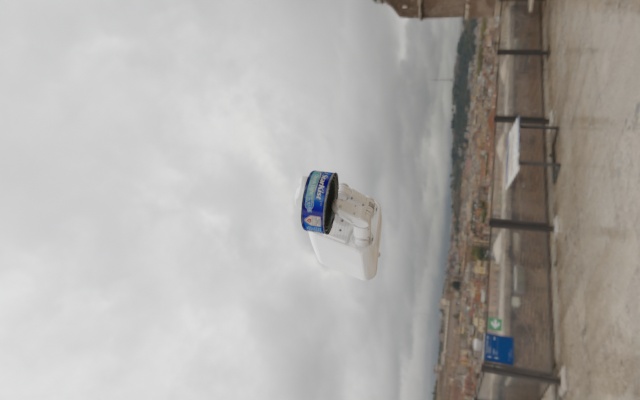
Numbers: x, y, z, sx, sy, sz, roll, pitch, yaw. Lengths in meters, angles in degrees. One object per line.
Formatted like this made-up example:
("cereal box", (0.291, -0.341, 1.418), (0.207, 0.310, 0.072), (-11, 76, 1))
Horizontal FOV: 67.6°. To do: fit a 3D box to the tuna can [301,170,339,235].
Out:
("tuna can", (0.000, 0.002, 0.651), (0.034, 0.086, 0.086), (8, 2, 11))
